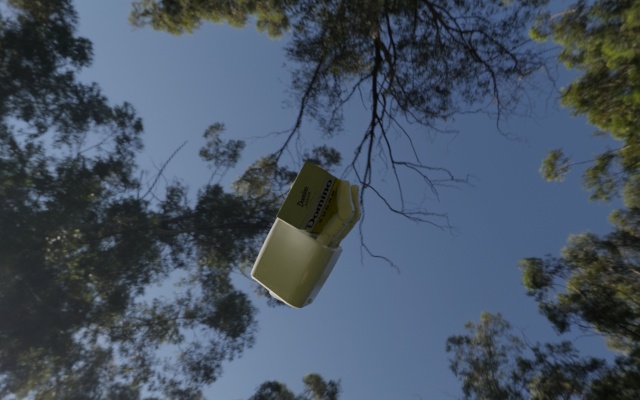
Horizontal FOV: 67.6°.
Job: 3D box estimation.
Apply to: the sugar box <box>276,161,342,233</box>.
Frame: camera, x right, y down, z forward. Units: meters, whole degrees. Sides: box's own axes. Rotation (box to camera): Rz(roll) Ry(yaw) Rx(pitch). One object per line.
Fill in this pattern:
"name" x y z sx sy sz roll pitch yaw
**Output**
"sugar box" 0.001 0.003 0.743 0.048 0.093 0.176 29 3 16
